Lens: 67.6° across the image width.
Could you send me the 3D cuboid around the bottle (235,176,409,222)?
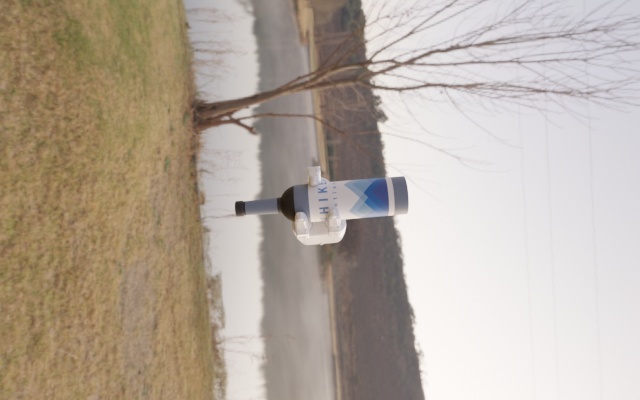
[{"bbox_3d":[0.000,0.003,0.827,0.296,0.069,0.069,-5,0,1],"label":"bottle"}]
